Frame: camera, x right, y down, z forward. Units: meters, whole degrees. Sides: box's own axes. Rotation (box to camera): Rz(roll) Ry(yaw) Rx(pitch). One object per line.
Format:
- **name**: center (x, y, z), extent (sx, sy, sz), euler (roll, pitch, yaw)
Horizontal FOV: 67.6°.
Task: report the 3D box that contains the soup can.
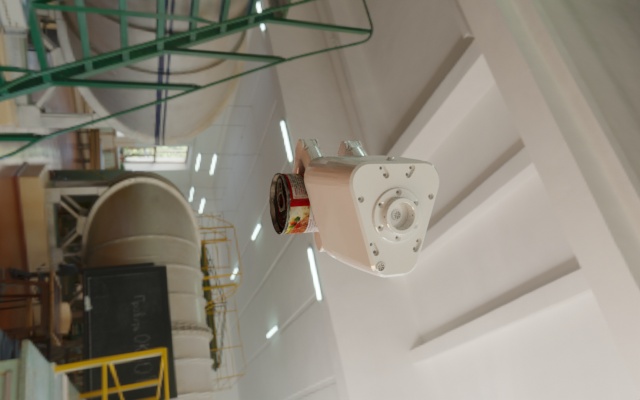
- **soup can**: center (0.000, 0.002, 0.544), extent (0.102, 0.068, 0.068), euler (-2, 1, -22)
